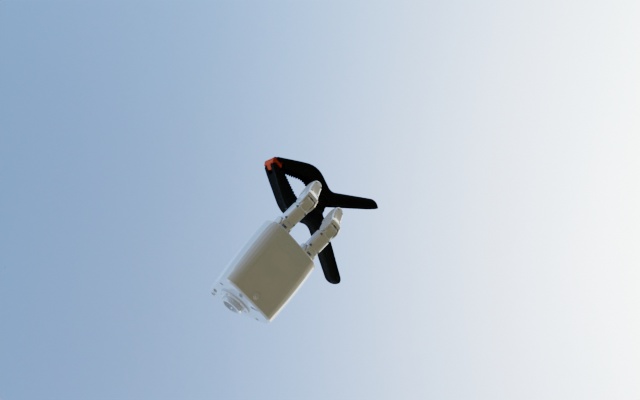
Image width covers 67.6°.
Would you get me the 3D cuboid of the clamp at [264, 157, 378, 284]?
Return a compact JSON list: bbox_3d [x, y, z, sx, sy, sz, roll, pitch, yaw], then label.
[{"bbox_3d":[-0.001,0.002,0.742,0.036,0.210,0.164,-17,29,51],"label":"clamp"}]
